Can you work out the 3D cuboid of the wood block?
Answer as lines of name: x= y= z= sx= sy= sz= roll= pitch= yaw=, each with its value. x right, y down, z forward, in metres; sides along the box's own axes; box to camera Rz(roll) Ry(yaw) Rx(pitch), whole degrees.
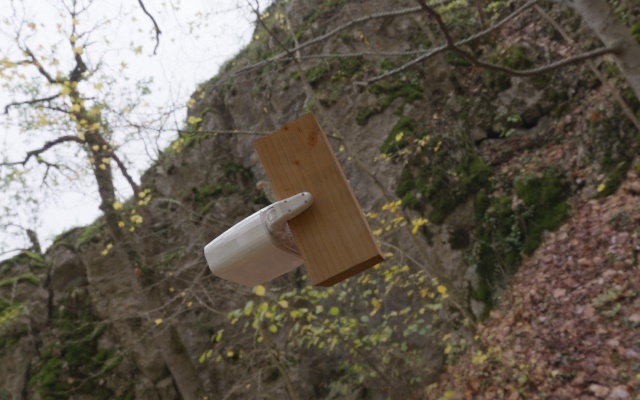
wood block: x=0.000 y=0.002 z=0.637 sx=0.090 sy=0.206 sz=0.091 roll=-27 pitch=-15 yaw=7
